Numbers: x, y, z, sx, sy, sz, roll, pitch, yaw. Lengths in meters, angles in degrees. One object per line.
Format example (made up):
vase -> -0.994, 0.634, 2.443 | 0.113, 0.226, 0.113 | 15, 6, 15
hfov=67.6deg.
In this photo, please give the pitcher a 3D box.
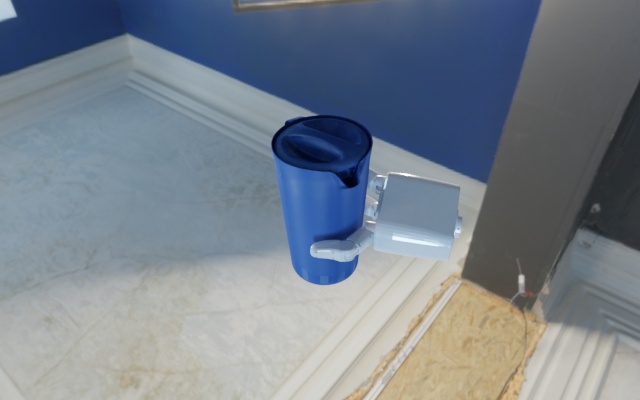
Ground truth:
pitcher -> 0.000, 0.002, 0.704 | 0.145, 0.243, 0.149 | 10, 42, 13
